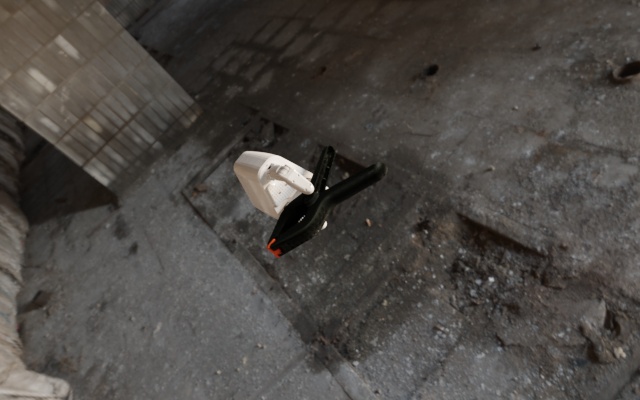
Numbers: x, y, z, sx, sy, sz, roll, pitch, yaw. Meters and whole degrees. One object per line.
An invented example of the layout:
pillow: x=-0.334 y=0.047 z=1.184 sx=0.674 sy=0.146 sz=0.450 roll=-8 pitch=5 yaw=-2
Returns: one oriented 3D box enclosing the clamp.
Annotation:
clamp: x=-0.001 y=0.002 z=0.731 sx=0.036 sy=0.210 sz=0.164 roll=46 pitch=-16 yaw=-31
